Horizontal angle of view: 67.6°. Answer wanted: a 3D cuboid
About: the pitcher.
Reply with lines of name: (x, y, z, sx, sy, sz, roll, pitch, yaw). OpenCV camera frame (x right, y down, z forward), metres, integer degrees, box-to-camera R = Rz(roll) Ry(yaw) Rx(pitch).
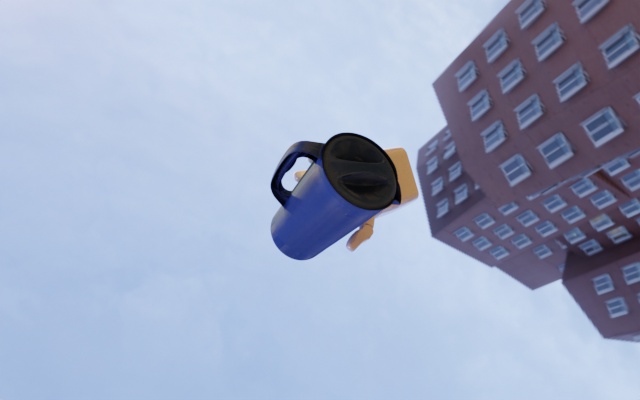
pitcher: (0.000, 0.003, 0.782, 0.145, 0.149, 0.243, -19, -17, -37)
